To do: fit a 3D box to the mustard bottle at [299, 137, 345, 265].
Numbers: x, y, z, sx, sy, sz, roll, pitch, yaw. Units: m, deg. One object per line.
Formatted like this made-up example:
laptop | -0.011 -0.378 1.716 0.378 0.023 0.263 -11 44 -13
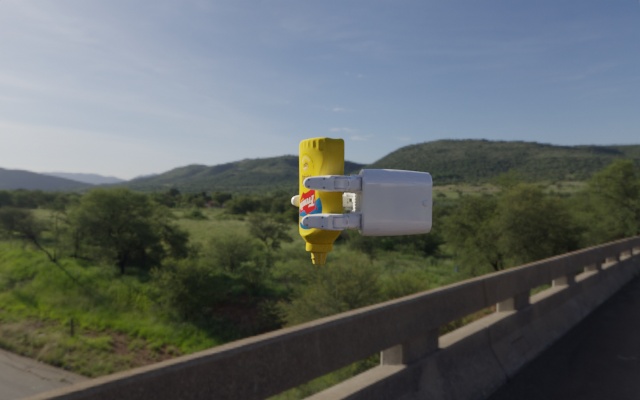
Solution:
mustard bottle | 0.000 0.002 0.734 0.058 0.191 0.096 0 1 -29
